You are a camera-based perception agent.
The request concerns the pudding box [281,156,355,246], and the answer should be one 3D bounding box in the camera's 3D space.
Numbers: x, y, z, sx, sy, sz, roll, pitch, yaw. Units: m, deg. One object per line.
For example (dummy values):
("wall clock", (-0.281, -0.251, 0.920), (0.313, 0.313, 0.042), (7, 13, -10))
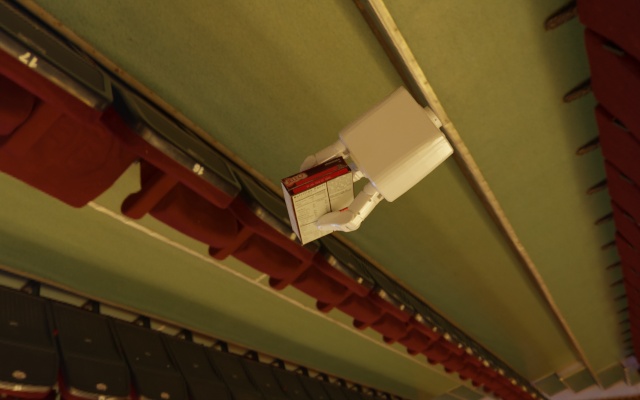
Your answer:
("pudding box", (0.000, 0.002, 0.654), (0.090, 0.114, 0.039), (-22, 49, -11))
